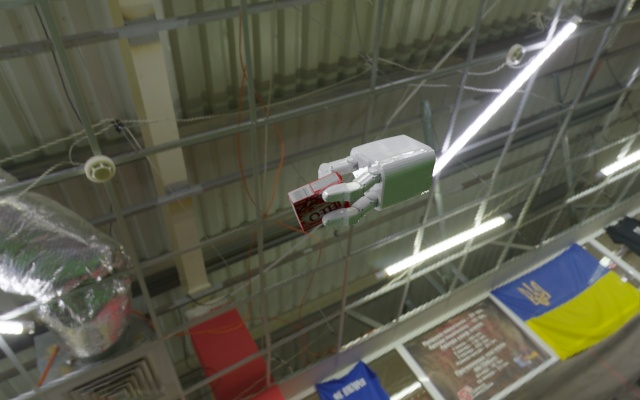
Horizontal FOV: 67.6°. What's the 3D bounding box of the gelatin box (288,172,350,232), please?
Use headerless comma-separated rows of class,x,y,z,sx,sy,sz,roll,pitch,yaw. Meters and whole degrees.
gelatin box,0.000,0.002,0.770,0.089,0.030,0.073,-24,-42,-5
